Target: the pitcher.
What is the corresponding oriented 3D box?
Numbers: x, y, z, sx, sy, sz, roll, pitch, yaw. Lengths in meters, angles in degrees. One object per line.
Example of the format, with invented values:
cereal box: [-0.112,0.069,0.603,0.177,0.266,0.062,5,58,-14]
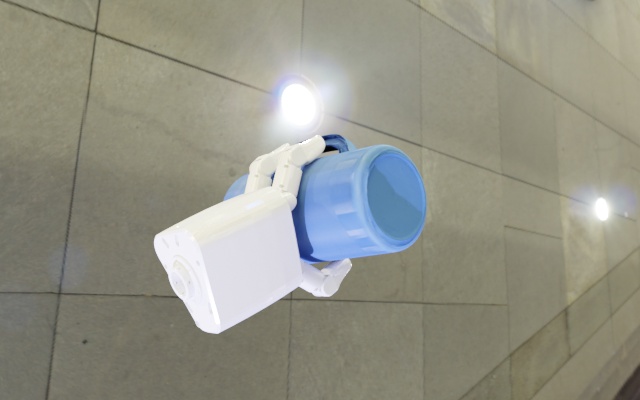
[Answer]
pitcher: [0.000,0.002,0.560,0.145,0.149,0.243,-25,9,-40]
